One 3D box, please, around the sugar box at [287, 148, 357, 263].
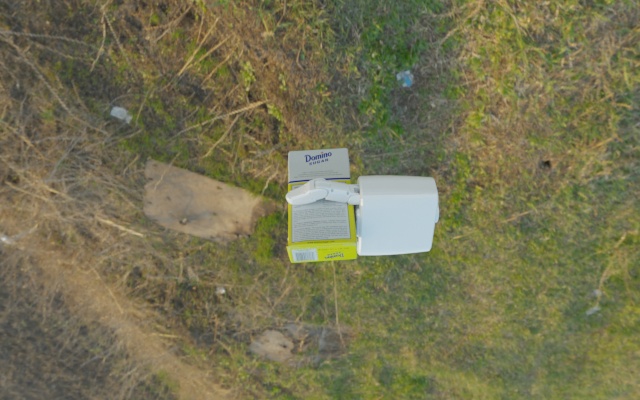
[{"bbox_3d":[0.000,0.003,0.687,0.093,0.176,0.048,-3,-41,2],"label":"sugar box"}]
